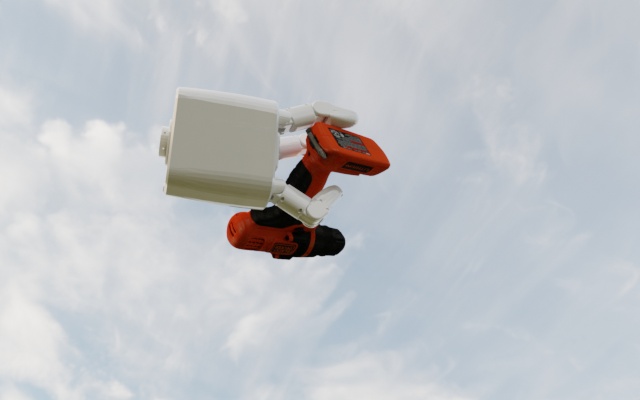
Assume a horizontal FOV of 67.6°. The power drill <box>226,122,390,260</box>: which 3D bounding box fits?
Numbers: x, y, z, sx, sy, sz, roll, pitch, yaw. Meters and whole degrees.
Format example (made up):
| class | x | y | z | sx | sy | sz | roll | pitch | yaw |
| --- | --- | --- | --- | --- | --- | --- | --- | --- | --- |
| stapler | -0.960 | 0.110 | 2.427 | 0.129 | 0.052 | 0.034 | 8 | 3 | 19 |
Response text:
| class | x | y | z | sx | sy | sz | roll | pitch | yaw |
| --- | --- | --- | --- | --- | --- | --- | --- | --- | --- |
| power drill | 0.000 | 0.002 | 0.592 | 0.184 | 0.188 | 0.057 | 10 | 38 | -43 |
